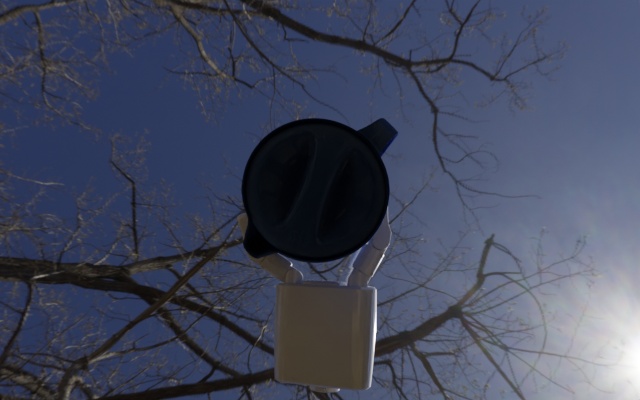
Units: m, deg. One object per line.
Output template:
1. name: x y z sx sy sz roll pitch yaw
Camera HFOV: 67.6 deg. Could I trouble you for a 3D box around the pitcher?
1. pitcher: 0.000 0.002 0.541 0.149 0.145 0.243 1 -9 -2
